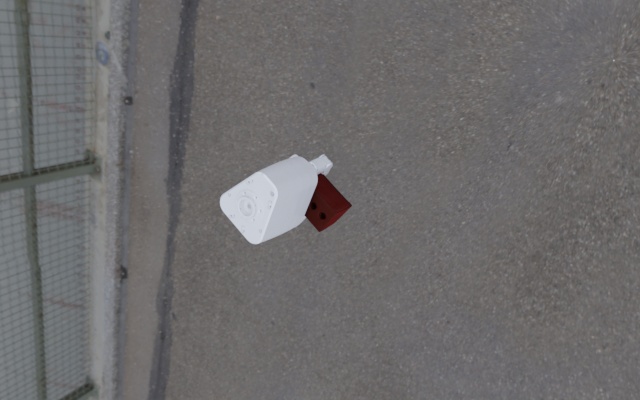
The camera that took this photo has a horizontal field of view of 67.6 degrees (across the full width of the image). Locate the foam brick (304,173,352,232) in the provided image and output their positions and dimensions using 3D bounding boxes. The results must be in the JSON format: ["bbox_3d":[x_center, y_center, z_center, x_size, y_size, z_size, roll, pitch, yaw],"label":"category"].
[{"bbox_3d":[0.000,0.003,0.782,0.053,0.078,0.051,-49,-12,33],"label":"foam brick"}]
